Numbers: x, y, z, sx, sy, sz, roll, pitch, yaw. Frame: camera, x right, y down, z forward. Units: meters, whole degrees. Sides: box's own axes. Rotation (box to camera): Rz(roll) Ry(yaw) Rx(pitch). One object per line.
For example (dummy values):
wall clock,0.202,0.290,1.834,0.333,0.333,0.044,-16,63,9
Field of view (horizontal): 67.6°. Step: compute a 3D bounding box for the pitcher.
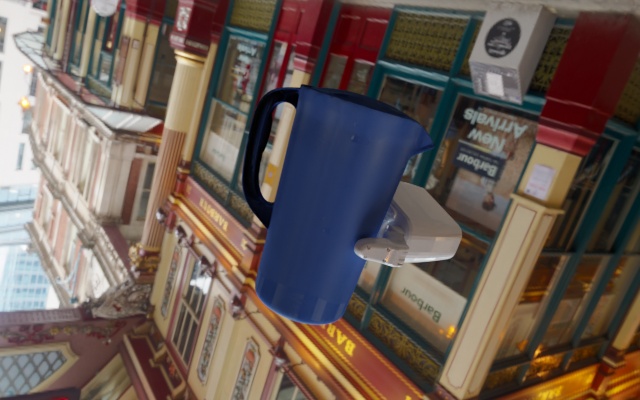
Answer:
pitcher,0.000,0.002,0.519,0.145,0.243,0.149,6,19,-41
